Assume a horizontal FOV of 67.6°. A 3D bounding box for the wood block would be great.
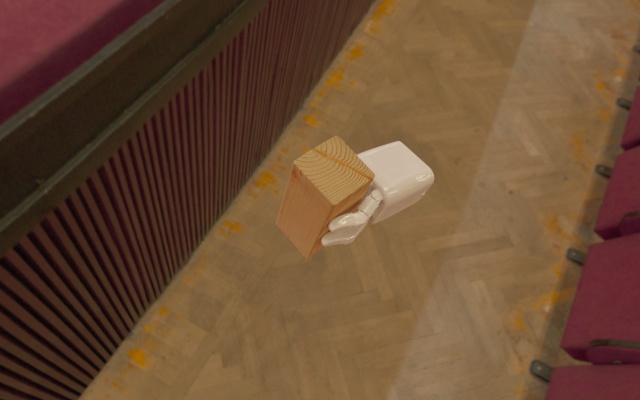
[{"bbox_3d":[0.000,0.002,0.776,0.090,0.091,0.206,-35,-16,-27],"label":"wood block"}]
